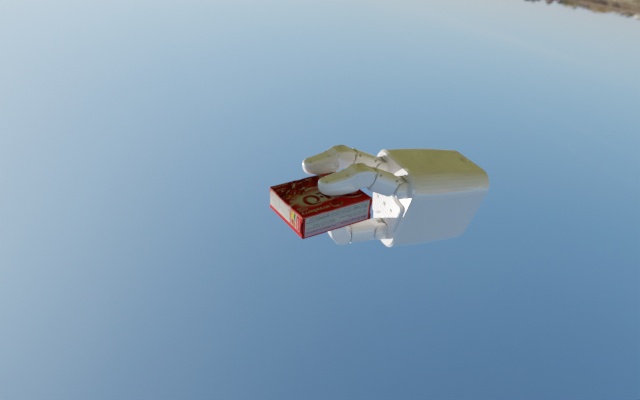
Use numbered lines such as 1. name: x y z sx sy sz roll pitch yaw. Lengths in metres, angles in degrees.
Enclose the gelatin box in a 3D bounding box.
1. gelatin box: 0.000 0.002 0.518 0.089 0.030 0.073 -16 35 -28
